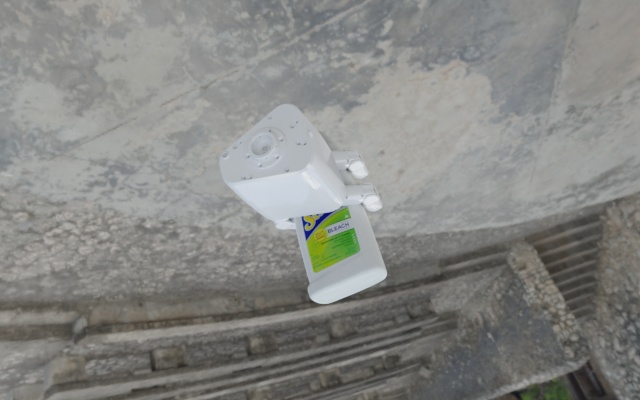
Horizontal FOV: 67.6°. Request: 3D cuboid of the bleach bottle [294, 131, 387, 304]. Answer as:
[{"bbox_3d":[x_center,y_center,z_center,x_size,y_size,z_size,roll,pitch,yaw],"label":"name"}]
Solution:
[{"bbox_3d":[0.000,0.002,0.642,0.102,0.250,0.068,-25,-28,10],"label":"bleach bottle"}]
